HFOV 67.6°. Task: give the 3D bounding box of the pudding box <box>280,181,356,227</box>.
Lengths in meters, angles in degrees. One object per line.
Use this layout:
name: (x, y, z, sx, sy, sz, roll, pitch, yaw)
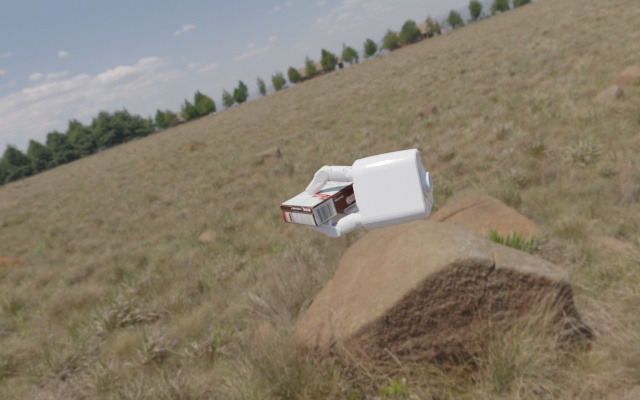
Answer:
pudding box: (0.000, 0.003, 0.839, 0.113, 0.039, 0.090, -29, 21, -37)
